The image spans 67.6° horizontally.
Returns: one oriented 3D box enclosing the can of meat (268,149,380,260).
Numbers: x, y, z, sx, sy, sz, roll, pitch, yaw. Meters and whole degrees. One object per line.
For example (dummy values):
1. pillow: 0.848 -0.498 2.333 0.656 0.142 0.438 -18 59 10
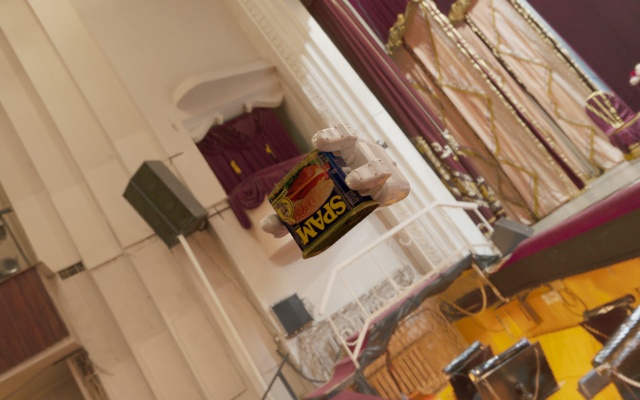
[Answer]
1. can of meat: 0.000 0.002 0.533 0.102 0.084 0.057 -42 -16 26
